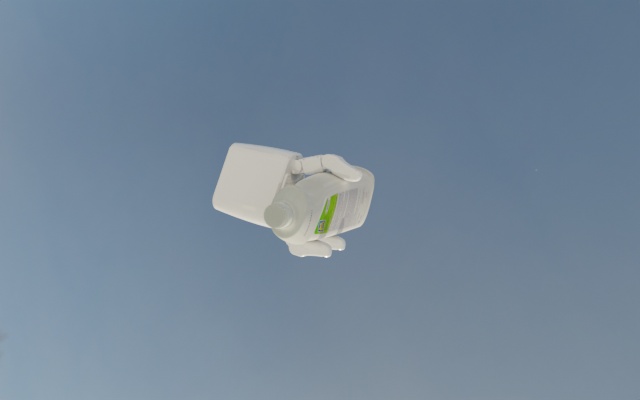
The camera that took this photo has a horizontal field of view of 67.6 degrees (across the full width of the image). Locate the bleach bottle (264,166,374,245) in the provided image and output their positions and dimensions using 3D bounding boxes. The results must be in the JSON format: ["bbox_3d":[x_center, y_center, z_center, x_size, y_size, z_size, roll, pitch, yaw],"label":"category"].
[{"bbox_3d":[0.000,0.002,0.661,0.068,0.102,0.251,15,9,23],"label":"bleach bottle"}]
